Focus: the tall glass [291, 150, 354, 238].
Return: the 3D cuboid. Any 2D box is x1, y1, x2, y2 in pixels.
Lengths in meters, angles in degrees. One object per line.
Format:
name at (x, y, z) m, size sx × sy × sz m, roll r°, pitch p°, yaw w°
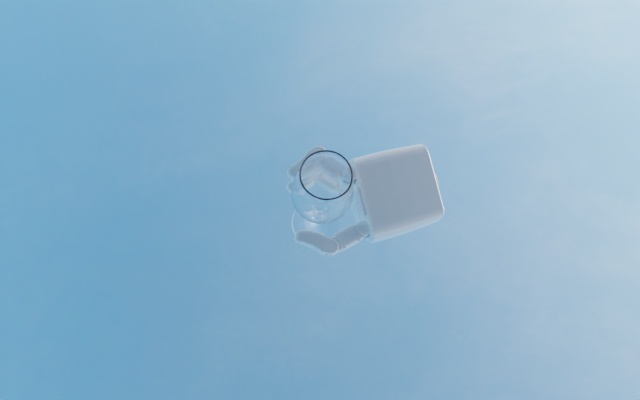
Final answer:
tall glass at (0.000, 0.002, 0.635) m, size 0.079 × 0.079 × 0.201 m, roll 0°, pitch -18°, yaw -4°
